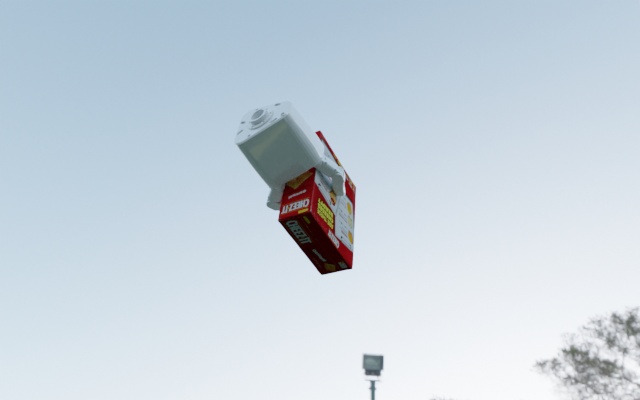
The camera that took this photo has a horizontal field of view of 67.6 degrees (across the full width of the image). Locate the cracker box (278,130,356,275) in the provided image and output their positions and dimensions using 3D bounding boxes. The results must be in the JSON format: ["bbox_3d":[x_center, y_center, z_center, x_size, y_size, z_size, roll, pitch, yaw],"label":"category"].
[{"bbox_3d":[0.000,0.003,0.879,0.072,0.213,0.164,-17,-49,22],"label":"cracker box"}]
